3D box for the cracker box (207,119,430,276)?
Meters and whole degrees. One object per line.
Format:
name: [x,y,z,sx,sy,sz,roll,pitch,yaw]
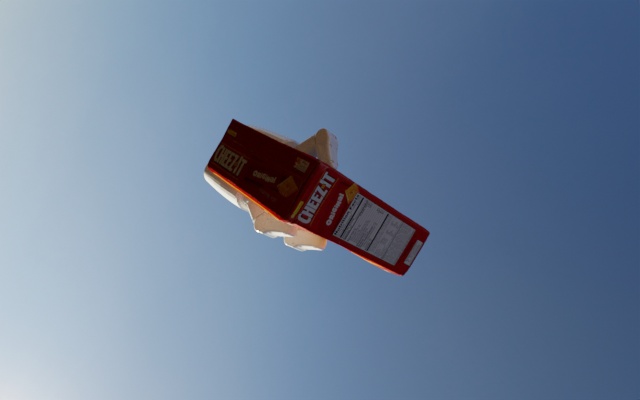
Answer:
cracker box: [0.000,0.002,0.548,0.214,0.072,0.164,29,0,-45]
